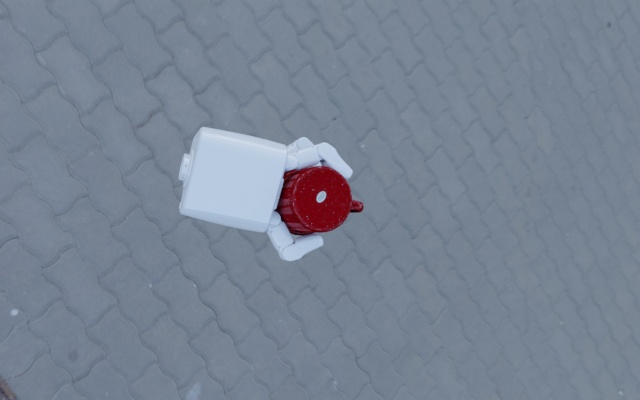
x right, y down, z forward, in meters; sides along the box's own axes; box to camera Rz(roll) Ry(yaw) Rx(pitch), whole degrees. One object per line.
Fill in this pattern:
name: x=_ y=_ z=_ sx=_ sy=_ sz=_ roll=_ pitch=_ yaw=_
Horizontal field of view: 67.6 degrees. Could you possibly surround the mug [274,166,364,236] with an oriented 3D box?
mug: x=0.001 y=0.002 z=0.614 sx=0.117 sy=0.093 sz=0.081 roll=12 pitch=-6 yaw=-20
